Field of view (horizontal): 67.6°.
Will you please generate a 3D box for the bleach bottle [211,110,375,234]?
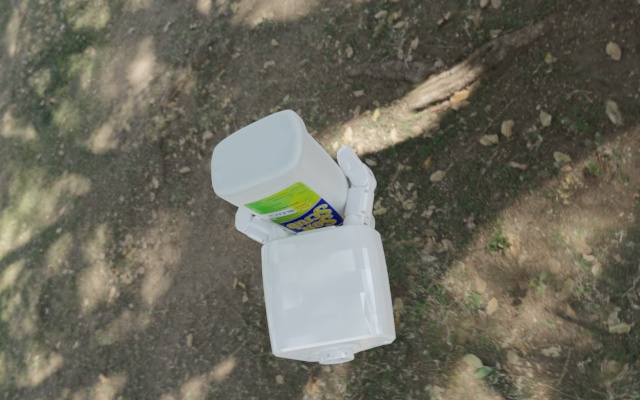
[{"bbox_3d":[0.000,0.002,0.516,0.102,0.068,0.251,-20,-29,23],"label":"bleach bottle"}]
